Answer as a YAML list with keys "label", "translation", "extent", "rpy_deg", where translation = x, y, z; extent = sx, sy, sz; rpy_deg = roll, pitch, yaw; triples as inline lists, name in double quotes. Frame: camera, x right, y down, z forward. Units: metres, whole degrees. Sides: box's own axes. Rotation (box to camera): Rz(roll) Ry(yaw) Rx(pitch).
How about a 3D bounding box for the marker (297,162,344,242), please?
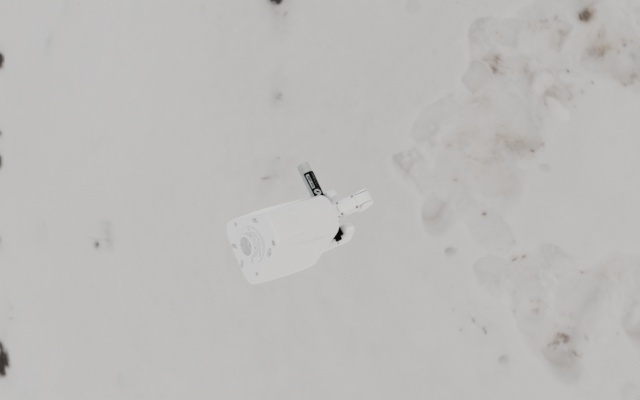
- label: "marker"
  translation: [0.000, 0.002, 0.671]
  extent: [0.020, 0.121, 0.020]
  rpy_deg: [-25, -12, -5]
